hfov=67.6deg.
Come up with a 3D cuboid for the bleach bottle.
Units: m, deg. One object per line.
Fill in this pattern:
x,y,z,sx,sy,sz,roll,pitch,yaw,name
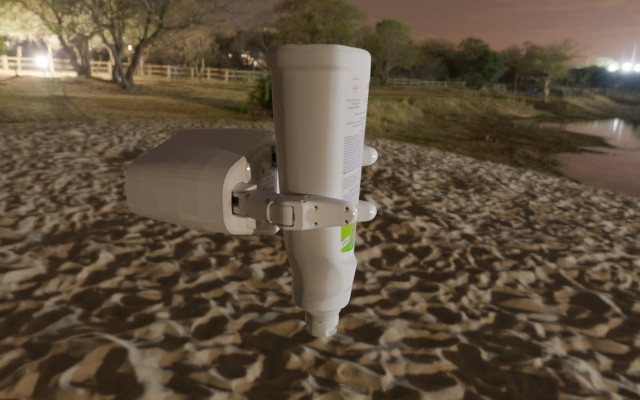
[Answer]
0.000,0.001,0.408,0.068,0.251,0.102,7,15,21,bleach bottle
